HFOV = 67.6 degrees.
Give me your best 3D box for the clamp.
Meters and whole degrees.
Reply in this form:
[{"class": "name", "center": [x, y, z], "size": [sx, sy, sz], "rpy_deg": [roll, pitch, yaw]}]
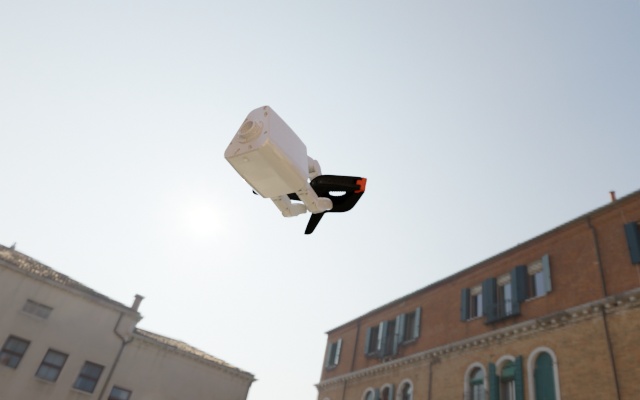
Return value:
[{"class": "clamp", "center": [0.001, 0.002, 0.877], "size": [0.210, 0.036, 0.165], "rpy_deg": [-12, -41, 32]}]
